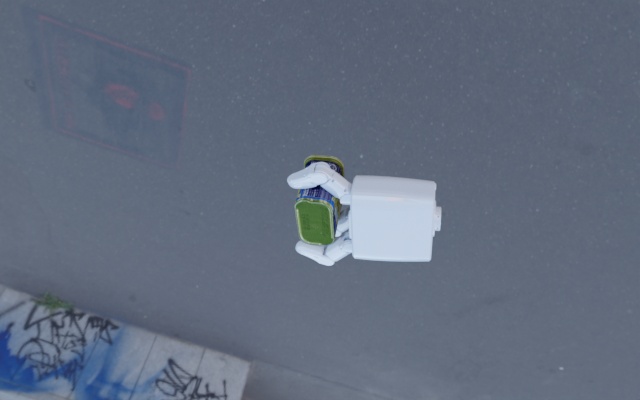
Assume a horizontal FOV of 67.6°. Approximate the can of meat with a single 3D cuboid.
[{"bbox_3d":[0.000,0.002,0.670,0.057,0.084,0.102,5,-41,10],"label":"can of meat"}]
